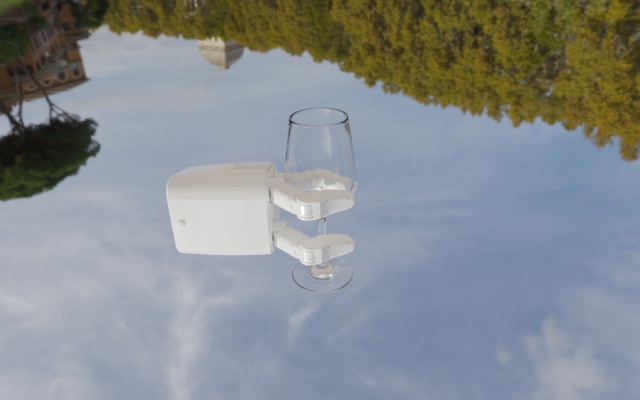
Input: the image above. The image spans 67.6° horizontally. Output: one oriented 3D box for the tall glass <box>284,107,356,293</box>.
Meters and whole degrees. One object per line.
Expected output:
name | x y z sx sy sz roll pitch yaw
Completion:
tall glass | 0.000 0.002 0.536 0.079 0.201 0.079 -1 28 0
